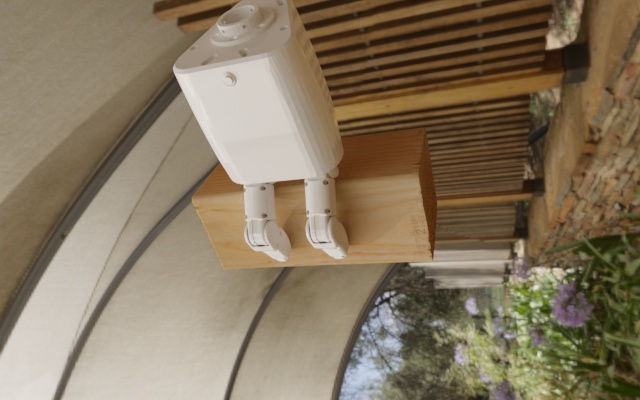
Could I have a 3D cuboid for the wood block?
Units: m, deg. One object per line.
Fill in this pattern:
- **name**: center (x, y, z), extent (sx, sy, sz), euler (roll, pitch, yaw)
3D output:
- **wood block**: center (0.000, 0.001, 0.455), extent (0.206, 0.090, 0.090), euler (-5, 33, 20)
